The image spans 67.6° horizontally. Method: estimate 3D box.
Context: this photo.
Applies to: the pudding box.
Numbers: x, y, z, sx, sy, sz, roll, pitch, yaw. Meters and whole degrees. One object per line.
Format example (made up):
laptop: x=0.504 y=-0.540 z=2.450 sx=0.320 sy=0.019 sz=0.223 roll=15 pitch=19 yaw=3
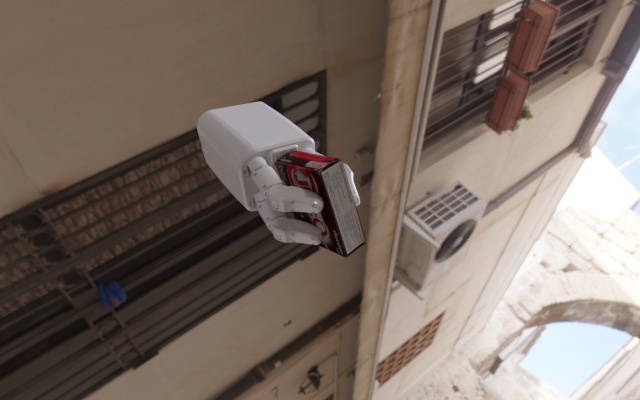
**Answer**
pudding box: x=0.000 y=0.002 z=0.553 sx=0.039 sy=0.113 sz=0.090 roll=-34 pitch=28 yaw=-25
